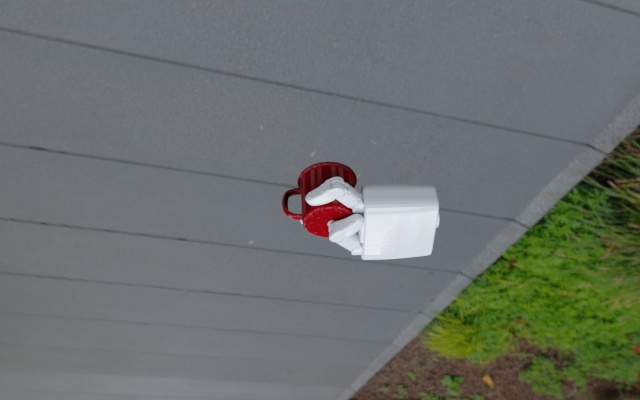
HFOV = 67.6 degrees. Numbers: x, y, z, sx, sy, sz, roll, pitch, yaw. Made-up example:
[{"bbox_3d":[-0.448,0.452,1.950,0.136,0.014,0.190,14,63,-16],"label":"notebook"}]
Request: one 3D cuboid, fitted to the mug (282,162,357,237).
[{"bbox_3d":[-0.001,0.003,0.723,0.117,0.081,0.093,-3,-38,0],"label":"mug"}]
